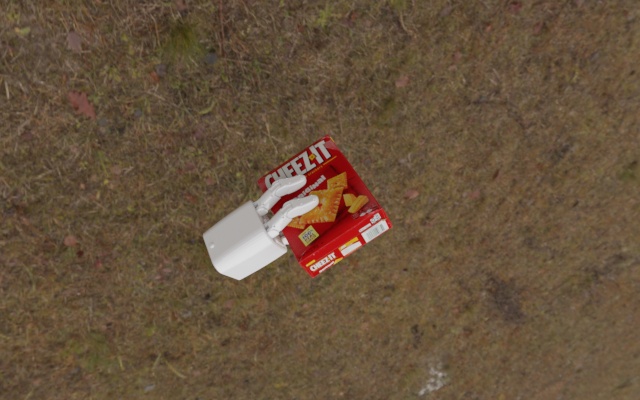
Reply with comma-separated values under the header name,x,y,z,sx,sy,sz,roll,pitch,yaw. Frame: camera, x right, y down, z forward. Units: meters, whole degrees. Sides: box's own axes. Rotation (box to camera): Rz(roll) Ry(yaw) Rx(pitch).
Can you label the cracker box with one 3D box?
name,x,y,z,sx,sy,sz,roll,pitch,yaw
cracker box,0.000,0.003,0.845,0.164,0.213,0.072,-33,-39,1
